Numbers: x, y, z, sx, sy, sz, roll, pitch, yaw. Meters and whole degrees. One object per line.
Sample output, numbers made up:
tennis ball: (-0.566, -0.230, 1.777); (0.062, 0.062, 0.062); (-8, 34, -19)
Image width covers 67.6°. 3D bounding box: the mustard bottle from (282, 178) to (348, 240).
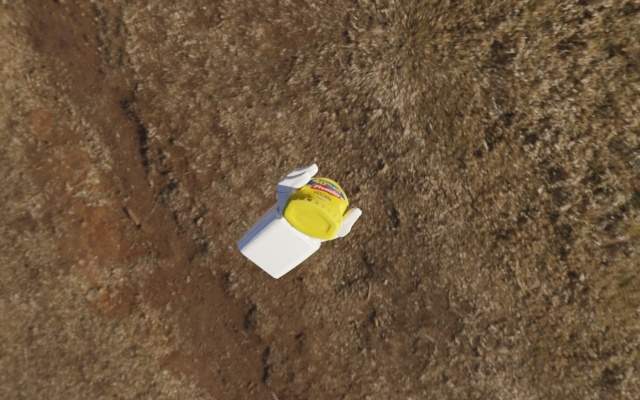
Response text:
mustard bottle: (0.000, 0.003, 0.845); (0.096, 0.058, 0.191); (25, 20, 2)
